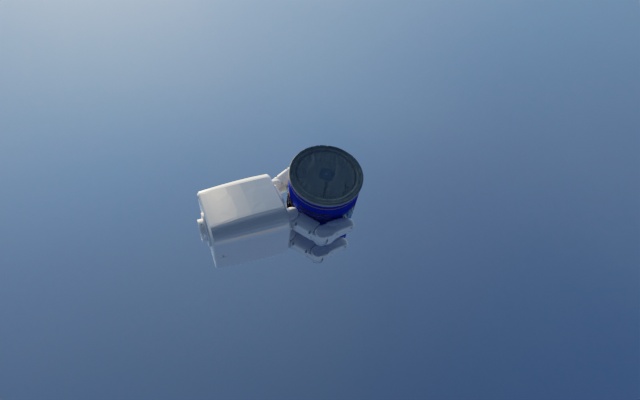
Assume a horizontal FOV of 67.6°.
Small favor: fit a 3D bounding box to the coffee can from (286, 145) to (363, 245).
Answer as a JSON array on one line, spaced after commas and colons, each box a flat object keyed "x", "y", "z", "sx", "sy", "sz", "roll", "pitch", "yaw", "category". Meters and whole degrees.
[{"x": 0.000, "y": 0.002, "z": 0.705, "sx": 0.103, "sy": 0.102, "sz": 0.140, "roll": 0, "pitch": -34, "yaw": -8, "category": "coffee can"}]
